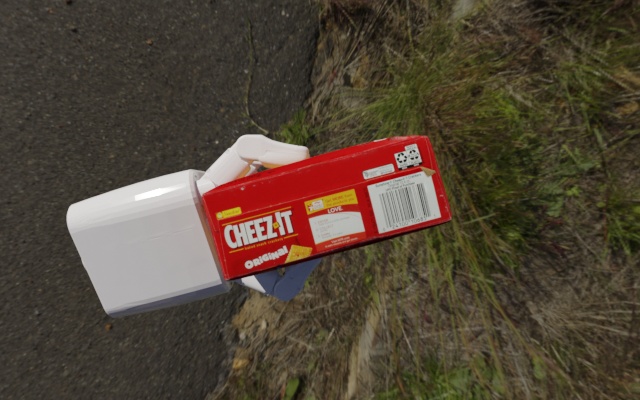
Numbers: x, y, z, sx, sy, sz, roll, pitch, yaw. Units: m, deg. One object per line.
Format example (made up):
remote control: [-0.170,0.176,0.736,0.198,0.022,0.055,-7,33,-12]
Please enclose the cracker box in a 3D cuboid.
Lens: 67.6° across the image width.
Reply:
cracker box: [0.000,0.002,0.427,0.164,0.072,0.213,-15,2,-2]
